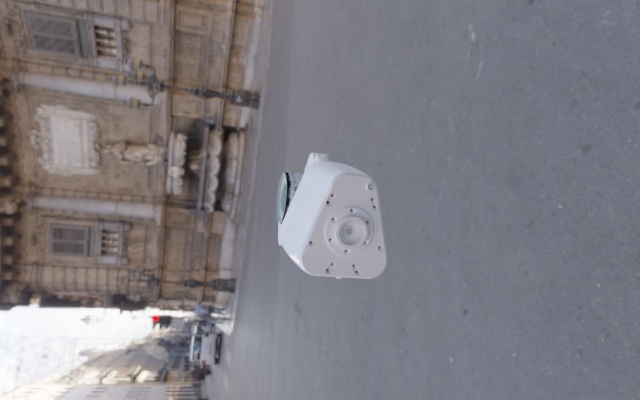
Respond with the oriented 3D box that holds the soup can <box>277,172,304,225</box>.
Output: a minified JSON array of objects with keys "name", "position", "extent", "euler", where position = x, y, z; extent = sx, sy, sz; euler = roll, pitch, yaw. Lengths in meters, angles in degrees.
[{"name":"soup can","position":[0.000,0.002,0.610],"extent":[0.102,0.068,0.068],"euler":[5,-1,-15]}]
